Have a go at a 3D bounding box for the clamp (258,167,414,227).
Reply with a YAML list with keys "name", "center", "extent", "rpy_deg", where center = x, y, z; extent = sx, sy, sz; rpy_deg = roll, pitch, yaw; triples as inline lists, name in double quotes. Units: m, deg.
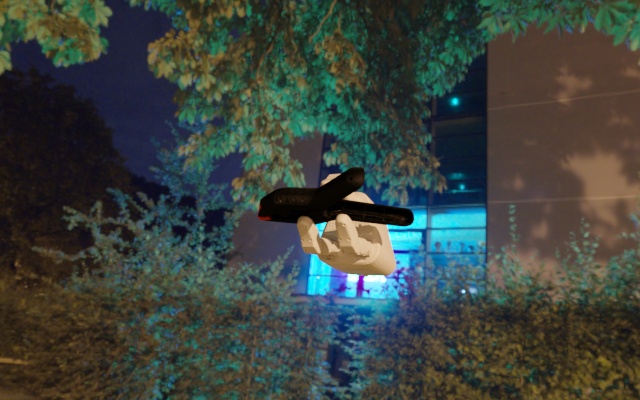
- name: "clamp"
  center: [0.000, 0.001, 0.619]
  extent: [0.210, 0.036, 0.165]
  rpy_deg: [-2, -22, 25]
